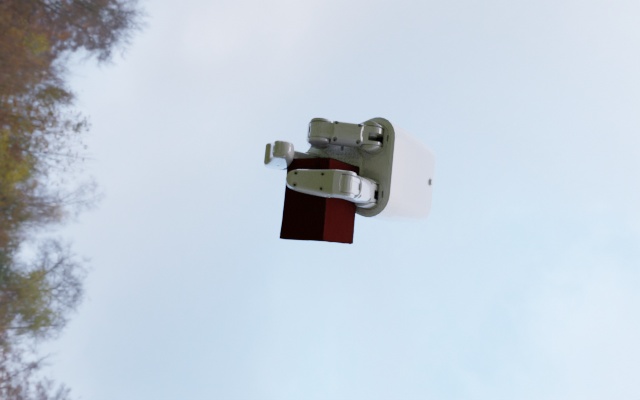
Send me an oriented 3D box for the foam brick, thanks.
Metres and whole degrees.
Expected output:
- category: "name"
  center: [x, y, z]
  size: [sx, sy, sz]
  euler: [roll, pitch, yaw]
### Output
- category: "foam brick"
  center: [0.000, 0.002, 0.454]
  size: [0.053, 0.078, 0.051]
  euler: [2, -7, 37]
